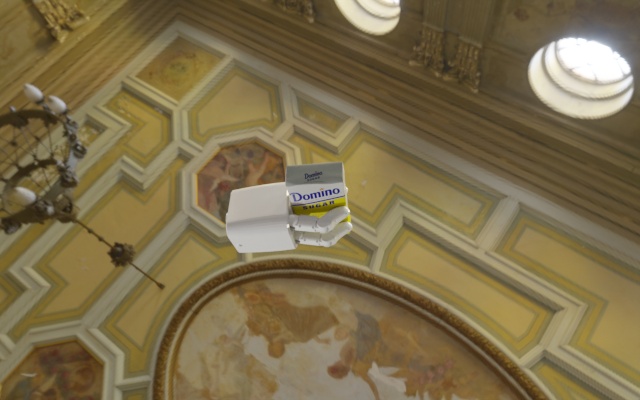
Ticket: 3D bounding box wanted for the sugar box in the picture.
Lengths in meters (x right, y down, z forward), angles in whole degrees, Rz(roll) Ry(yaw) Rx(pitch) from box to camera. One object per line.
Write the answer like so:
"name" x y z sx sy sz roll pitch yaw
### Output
"sugar box" 0.000 0.003 0.814 0.093 0.048 0.176 -4 -29 6
